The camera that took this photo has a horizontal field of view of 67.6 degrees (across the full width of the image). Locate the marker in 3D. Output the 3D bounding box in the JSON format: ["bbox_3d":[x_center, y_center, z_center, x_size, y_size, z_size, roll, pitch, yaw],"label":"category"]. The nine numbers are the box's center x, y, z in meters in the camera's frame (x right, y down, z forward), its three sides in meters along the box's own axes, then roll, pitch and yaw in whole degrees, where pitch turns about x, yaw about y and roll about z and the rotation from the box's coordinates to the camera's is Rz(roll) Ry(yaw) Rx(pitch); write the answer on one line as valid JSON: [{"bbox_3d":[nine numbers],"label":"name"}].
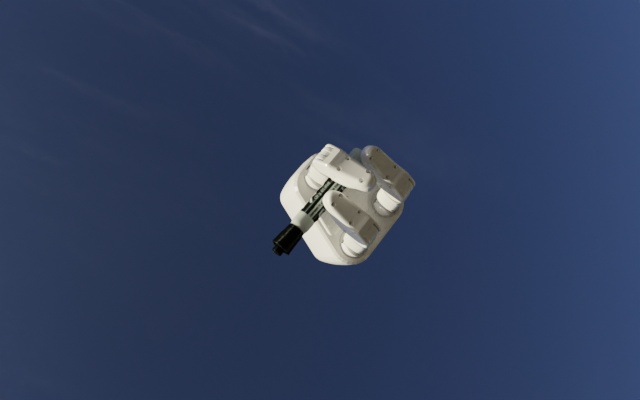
[{"bbox_3d":[0.000,0.001,0.425,0.020,0.121,0.020,37,-16,13],"label":"marker"}]
